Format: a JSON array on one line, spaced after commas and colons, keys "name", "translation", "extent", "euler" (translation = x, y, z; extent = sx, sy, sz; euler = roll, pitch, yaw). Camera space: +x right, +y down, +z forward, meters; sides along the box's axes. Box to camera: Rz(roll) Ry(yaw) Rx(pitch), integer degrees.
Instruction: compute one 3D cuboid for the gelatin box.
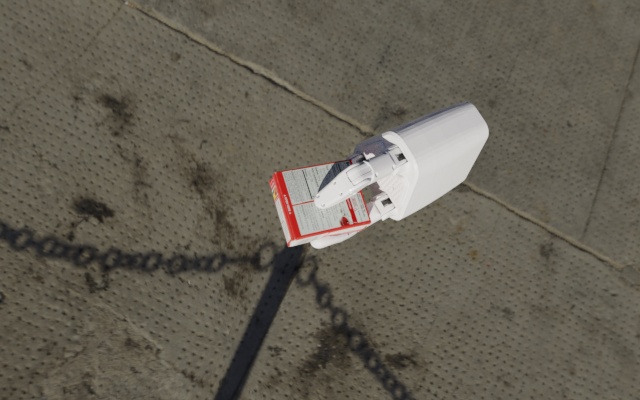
[{"name": "gelatin box", "translation": [0.000, 0.002, 0.491], "extent": [0.089, 0.073, 0.030], "euler": [-11, -16, -22]}]
